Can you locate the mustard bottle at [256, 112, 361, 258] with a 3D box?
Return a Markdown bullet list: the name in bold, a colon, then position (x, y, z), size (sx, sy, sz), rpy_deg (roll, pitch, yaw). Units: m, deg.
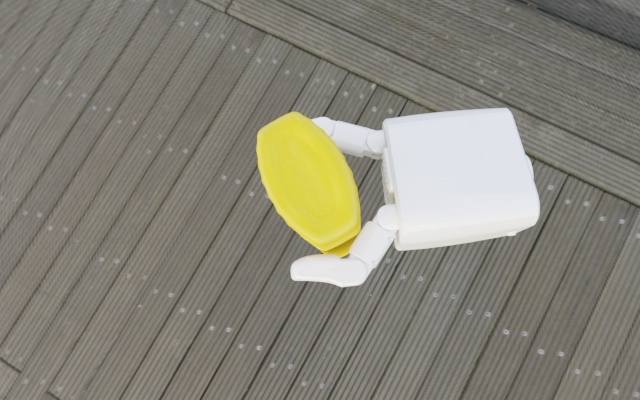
- **mustard bottle**: position (0.000, 0.001, 0.408), size (0.058, 0.096, 0.192), rpy_deg (-30, -13, 0)
